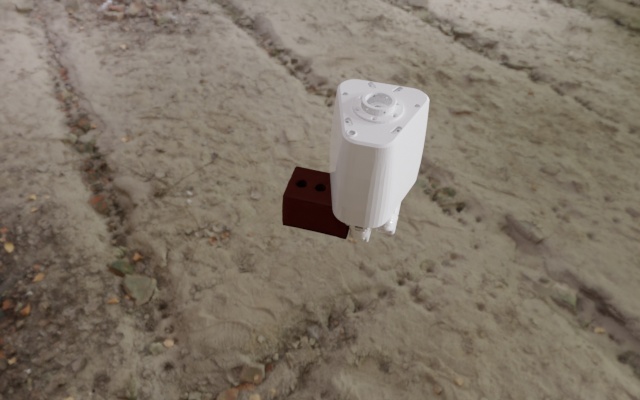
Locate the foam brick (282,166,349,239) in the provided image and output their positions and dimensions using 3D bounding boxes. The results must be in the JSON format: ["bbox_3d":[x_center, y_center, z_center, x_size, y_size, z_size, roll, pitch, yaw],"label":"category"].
[{"bbox_3d":[0.000,0.002,0.547,0.078,0.053,0.051,12,-42,10],"label":"foam brick"}]
